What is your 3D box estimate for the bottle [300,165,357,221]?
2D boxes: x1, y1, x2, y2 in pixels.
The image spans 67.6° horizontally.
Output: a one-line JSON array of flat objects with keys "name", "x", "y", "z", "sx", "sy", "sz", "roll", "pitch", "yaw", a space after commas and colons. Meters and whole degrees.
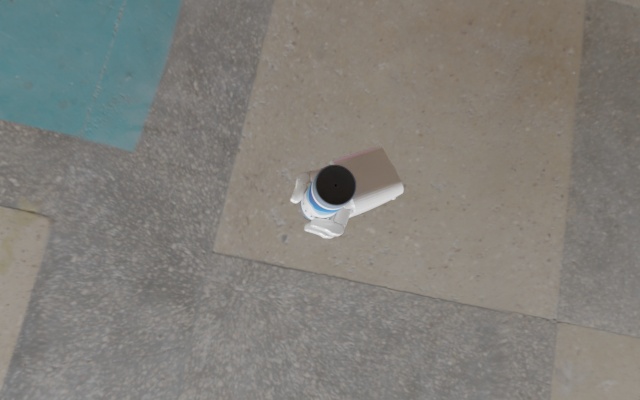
[{"name": "bottle", "x": 0.000, "y": 0.003, "z": 0.879, "sx": 0.069, "sy": 0.069, "sz": 0.296, "roll": 0, "pitch": -10, "yaw": -9}]
